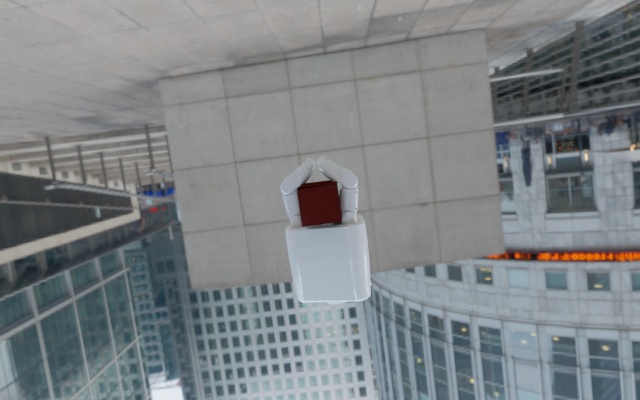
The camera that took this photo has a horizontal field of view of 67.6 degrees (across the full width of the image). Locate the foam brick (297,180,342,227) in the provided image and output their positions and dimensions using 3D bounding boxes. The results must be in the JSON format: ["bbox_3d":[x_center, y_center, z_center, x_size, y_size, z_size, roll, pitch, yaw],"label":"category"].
[{"bbox_3d":[0.000,0.002,0.636,0.053,0.051,0.078,-7,5,3],"label":"foam brick"}]
